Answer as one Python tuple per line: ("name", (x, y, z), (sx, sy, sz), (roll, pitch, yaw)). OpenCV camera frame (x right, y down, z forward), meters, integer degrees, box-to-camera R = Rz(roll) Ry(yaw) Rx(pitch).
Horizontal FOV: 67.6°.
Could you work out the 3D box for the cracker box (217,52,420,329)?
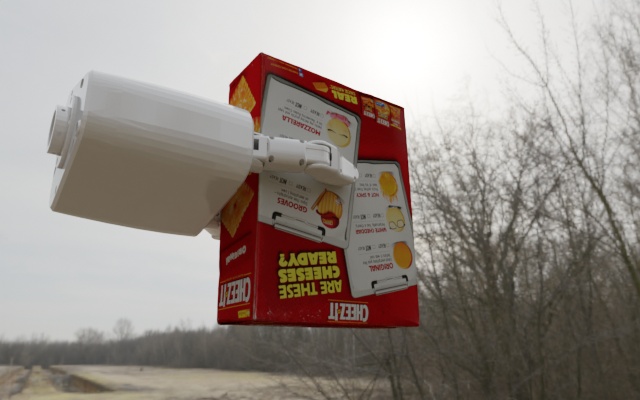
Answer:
("cracker box", (0.000, 0.001, 0.419), (0.164, 0.213, 0.072), (12, -21, -34))
